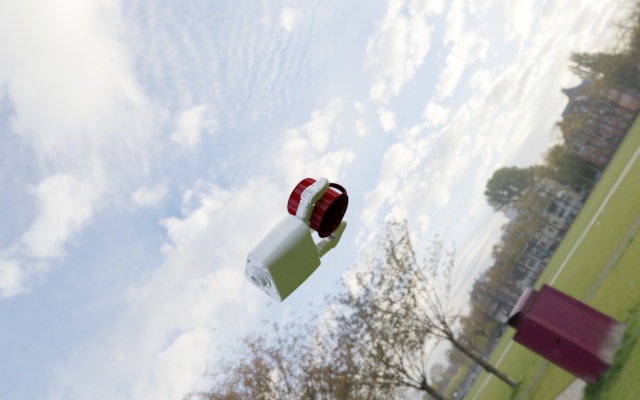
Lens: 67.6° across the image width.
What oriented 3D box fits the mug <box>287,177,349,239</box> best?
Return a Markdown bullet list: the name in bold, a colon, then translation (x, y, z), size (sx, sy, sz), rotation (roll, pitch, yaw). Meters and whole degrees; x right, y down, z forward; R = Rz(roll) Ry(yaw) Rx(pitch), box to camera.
- **mug**: translation (0.001, 0.002, 0.881), size (0.081, 0.093, 0.117), rotation (30, 53, 24)
